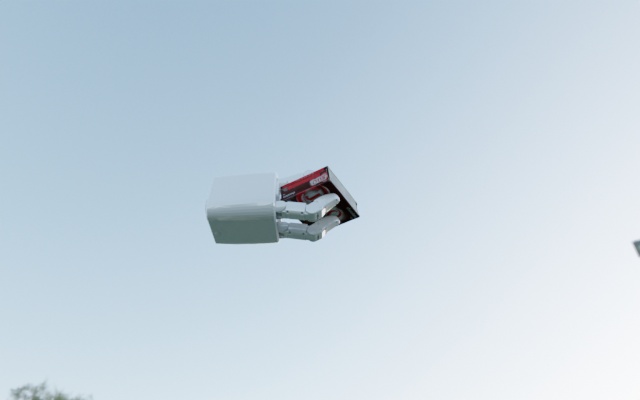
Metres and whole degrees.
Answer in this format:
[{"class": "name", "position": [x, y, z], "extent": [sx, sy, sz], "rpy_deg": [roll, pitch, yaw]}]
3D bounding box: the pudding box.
[{"class": "pudding box", "position": [0.000, 0.002, 0.785], "extent": [0.090, 0.039, 0.113], "rpy_deg": [-22, -41, 19]}]
